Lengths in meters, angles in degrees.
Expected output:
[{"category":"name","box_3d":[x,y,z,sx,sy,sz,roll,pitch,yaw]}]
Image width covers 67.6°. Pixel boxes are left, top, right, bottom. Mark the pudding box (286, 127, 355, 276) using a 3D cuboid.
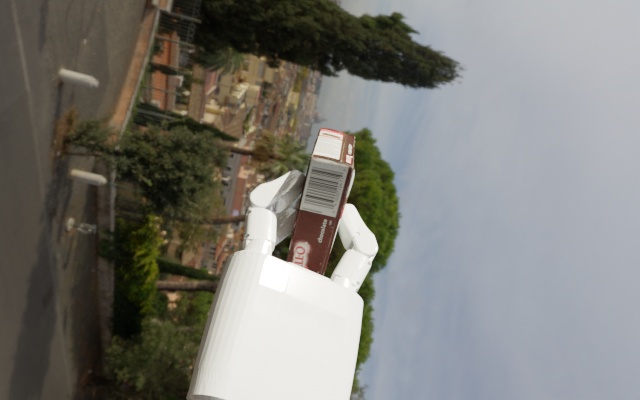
[{"category":"pudding box","box_3d":[0.000,0.001,0.428,0.039,0.113,0.090,15,24,-2]}]
